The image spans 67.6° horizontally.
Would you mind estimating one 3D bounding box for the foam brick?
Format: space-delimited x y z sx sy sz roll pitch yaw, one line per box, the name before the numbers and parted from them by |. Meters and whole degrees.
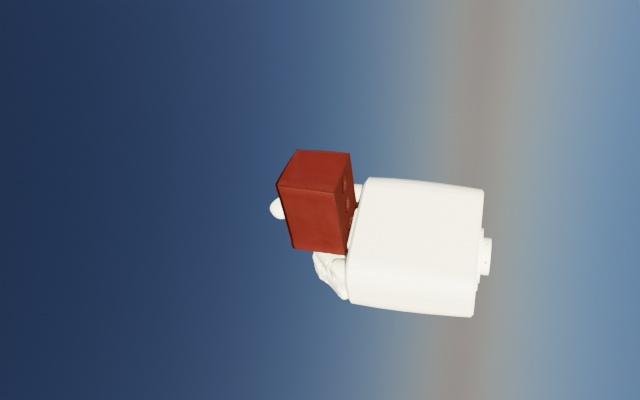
foam brick | 0.000 0.001 0.418 0.051 0.078 0.053 6 44 19
